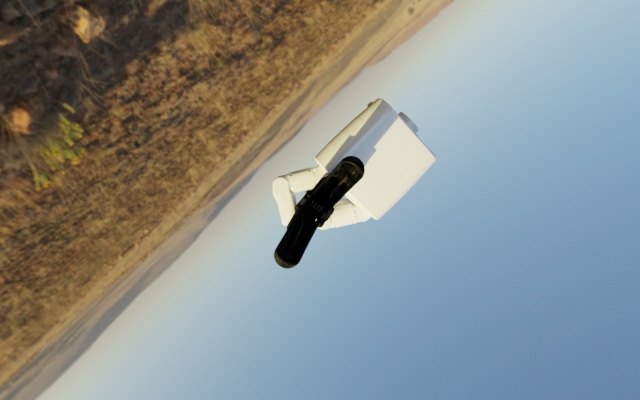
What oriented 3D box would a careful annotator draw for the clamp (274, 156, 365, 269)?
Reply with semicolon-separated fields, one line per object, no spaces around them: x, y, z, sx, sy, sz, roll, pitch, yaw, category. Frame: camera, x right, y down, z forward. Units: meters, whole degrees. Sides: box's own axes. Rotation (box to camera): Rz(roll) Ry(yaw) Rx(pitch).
0.000;0.002;0.499;0.039;0.120;0.171;42;6;-7;clamp
